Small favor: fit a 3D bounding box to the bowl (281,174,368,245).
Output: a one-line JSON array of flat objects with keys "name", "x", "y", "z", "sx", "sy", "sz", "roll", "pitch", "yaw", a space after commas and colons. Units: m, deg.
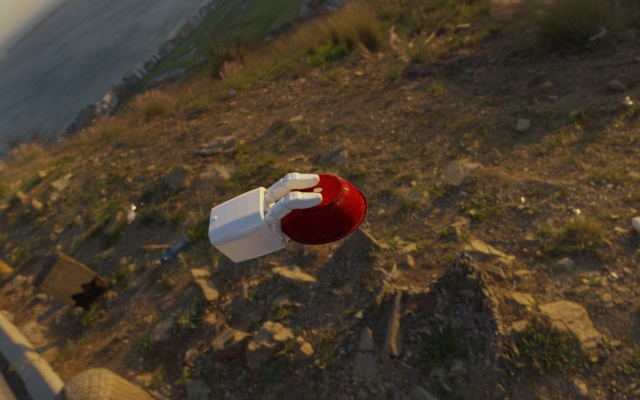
[{"name": "bowl", "x": 0.001, "y": 0.002, "z": 0.848, "sx": 0.162, "sy": 0.055, "sz": 0.162, "roll": -10, "pitch": 40, "yaw": 8}]
